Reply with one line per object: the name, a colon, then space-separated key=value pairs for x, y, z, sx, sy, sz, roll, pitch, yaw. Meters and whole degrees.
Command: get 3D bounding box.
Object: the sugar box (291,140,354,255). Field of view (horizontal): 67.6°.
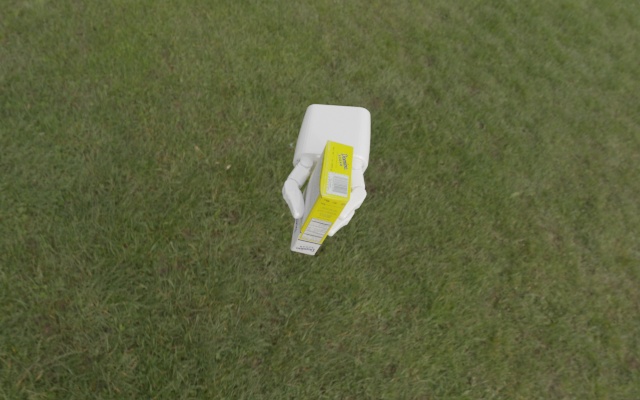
sugar box: x=0.001 y=0.002 z=0.704 sx=0.048 sy=0.093 sz=0.176 roll=12 pitch=-32 yaw=-8
